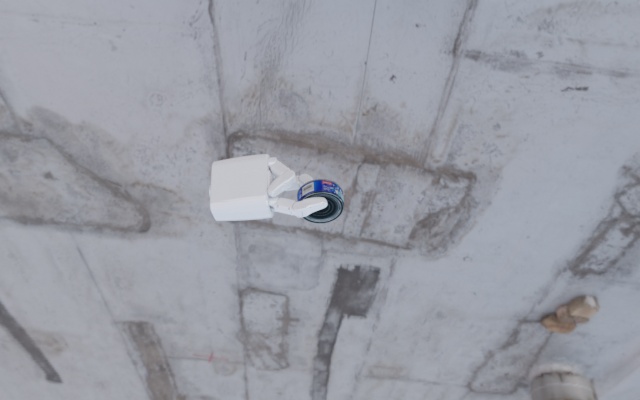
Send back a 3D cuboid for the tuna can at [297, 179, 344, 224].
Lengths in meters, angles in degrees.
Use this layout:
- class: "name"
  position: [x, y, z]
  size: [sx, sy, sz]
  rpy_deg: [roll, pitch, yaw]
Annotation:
- class: "tuna can"
  position: [0.000, 0.003, 0.867]
  size: [0.086, 0.033, 0.086]
  rpy_deg: [-2, -44, -2]
